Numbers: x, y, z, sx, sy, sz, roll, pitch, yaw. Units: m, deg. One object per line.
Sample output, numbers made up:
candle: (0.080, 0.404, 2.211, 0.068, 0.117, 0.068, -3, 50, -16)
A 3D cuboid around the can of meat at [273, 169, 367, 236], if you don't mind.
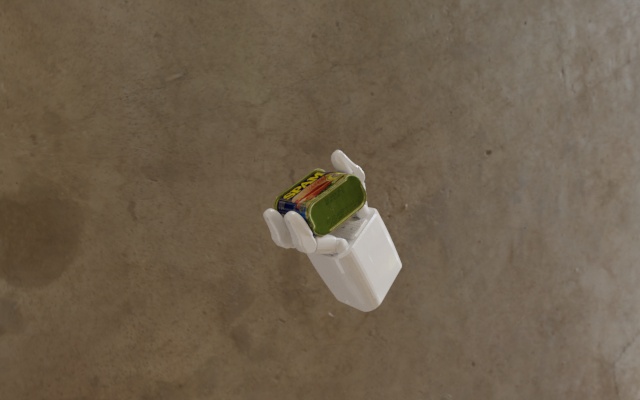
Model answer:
can of meat: (0.000, 0.002, 0.650, 0.102, 0.057, 0.084, -37, 25, -26)
